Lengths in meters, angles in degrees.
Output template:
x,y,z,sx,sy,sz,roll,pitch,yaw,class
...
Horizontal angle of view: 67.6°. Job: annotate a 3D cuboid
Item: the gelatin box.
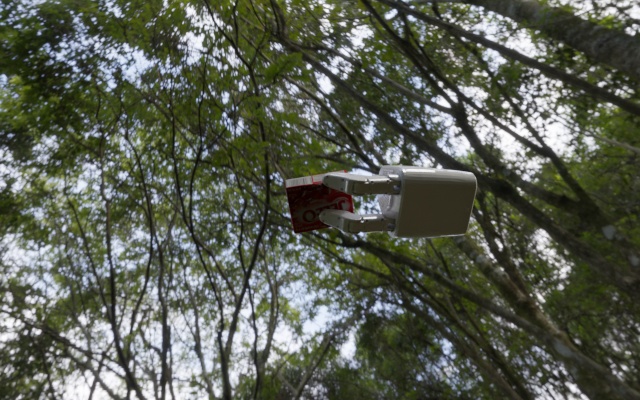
x,y,z,sx,sy,sz,roll,pitch,yaw,class
0.000,0.002,0.663,0.089,0.073,0.030,-10,27,-1,gelatin box
